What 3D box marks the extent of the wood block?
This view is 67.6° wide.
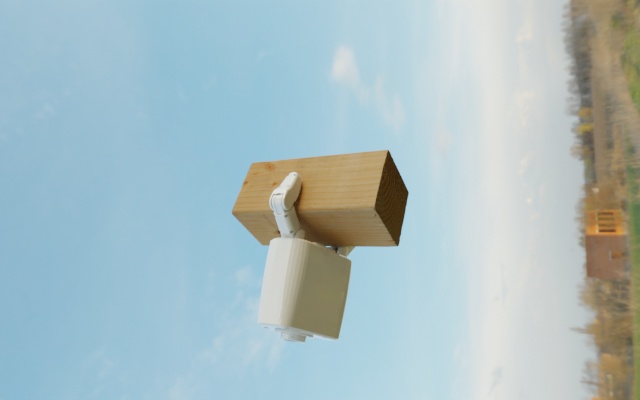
[{"bbox_3d":[0.000,0.002,0.634,0.206,0.090,0.091,-3,-37,29],"label":"wood block"}]
